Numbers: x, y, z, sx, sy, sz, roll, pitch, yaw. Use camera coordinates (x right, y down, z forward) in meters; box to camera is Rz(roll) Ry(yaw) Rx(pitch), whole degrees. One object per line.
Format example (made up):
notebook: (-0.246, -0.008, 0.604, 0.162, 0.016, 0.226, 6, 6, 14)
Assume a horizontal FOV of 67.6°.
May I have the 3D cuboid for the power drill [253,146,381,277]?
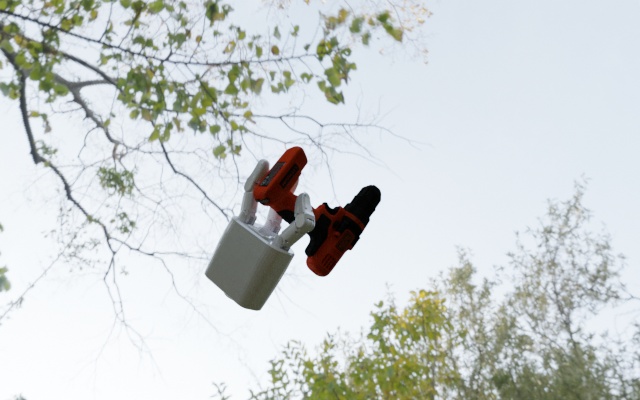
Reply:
power drill: (0.000, 0.002, 0.768, 0.188, 0.184, 0.057, 45, -21, -22)
